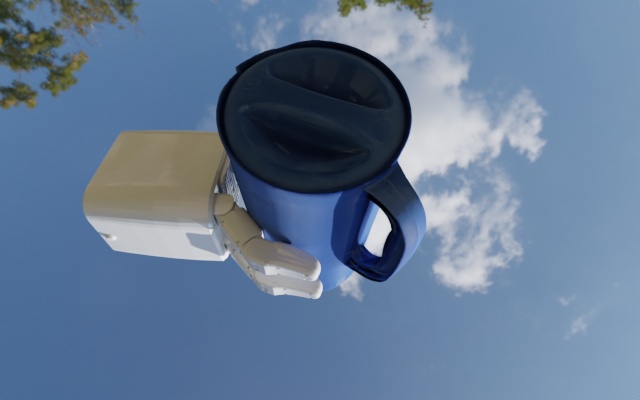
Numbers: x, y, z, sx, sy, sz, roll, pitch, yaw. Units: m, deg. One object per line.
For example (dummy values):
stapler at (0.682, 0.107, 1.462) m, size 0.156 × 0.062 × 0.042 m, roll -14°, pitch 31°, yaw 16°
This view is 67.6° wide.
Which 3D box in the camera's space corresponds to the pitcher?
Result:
pitcher at (0.000, 0.001, 0.418) m, size 0.145 × 0.149 × 0.243 m, roll 2°, pitch -29°, yaw 0°
